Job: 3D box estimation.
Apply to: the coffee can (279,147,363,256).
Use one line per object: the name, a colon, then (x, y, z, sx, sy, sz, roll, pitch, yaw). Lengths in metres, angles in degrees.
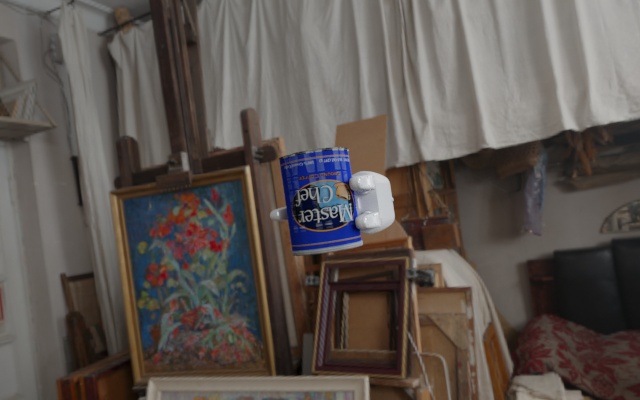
coffee can: (0.000, 0.002, 0.688, 0.103, 0.140, 0.103, -8, -2, 0)
